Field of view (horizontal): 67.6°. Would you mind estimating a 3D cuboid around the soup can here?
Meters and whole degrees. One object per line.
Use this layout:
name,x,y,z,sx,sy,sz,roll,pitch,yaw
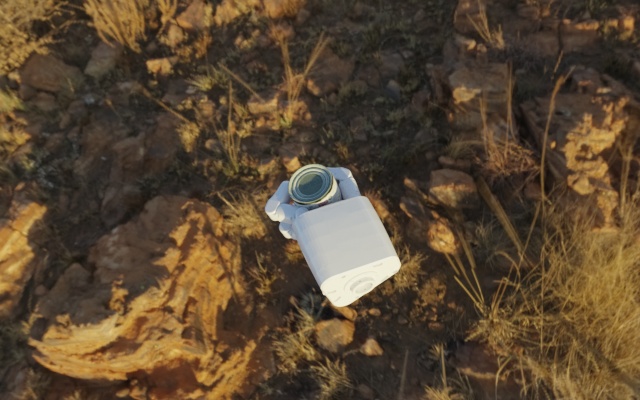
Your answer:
soup can,0.000,0.002,0.694,0.068,0.068,0.102,0,-31,20
